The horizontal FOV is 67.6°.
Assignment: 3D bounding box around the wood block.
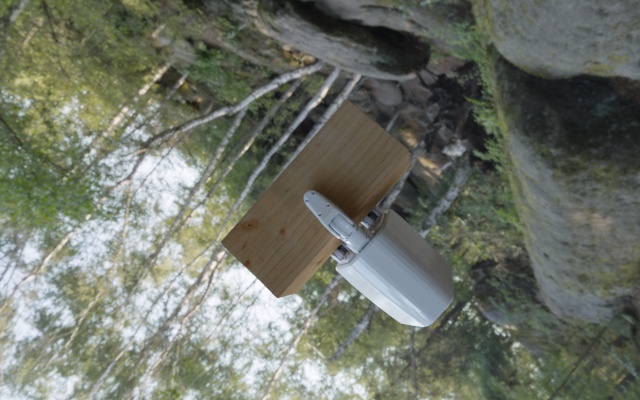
[{"bbox_3d":[0.000,0.002,0.540,0.090,0.206,0.091,42,2,13],"label":"wood block"}]
